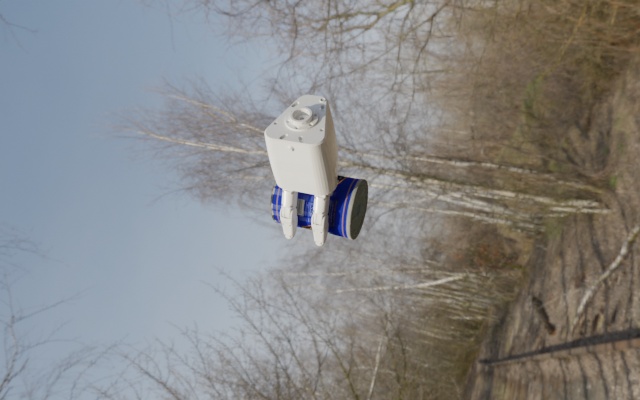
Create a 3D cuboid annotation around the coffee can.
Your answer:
[{"bbox_3d":[0.000,0.003,0.813,0.140,0.103,0.103,11,3,18],"label":"coffee can"}]
